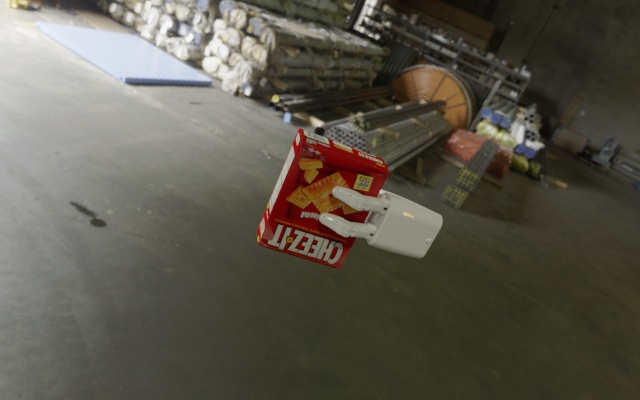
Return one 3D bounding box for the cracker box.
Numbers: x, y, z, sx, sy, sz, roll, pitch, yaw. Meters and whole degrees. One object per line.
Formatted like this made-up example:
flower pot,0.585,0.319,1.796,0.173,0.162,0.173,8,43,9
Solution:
cracker box,0.000,0.003,0.845,0.164,0.214,0.072,19,23,-14
